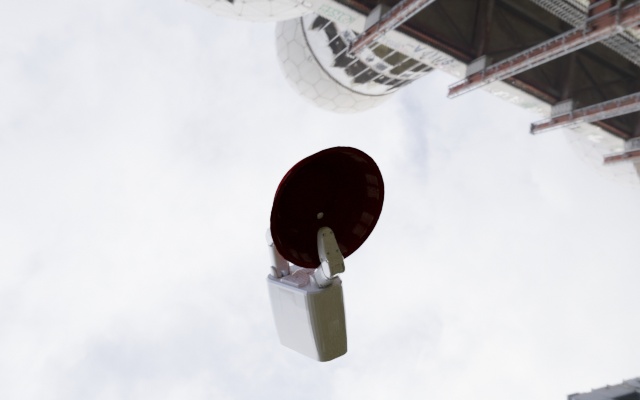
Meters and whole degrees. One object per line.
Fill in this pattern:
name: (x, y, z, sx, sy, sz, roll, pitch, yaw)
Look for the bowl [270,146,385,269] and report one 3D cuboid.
bowl: (0.000, 0.001, 0.596, 0.162, 0.162, 0.055, 0, 23, -33)
